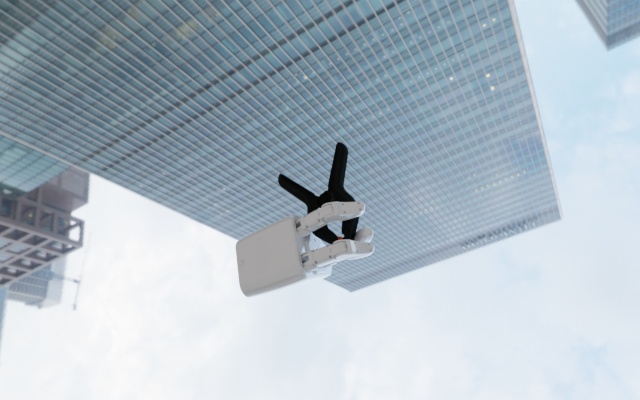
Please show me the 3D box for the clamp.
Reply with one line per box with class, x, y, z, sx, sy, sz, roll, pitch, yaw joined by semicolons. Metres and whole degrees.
clamp;0.001;0.003;0.718;0.120;0.171;0.039;-23;-30;20
